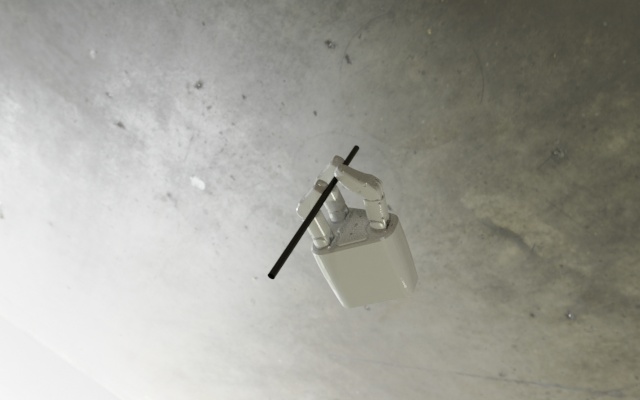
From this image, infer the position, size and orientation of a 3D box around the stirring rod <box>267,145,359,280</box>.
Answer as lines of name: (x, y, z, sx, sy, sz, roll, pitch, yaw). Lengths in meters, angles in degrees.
stirring rod: (0.000, 0.002, 0.540, 0.011, 0.011, 0.239, 0, 36, 29)
